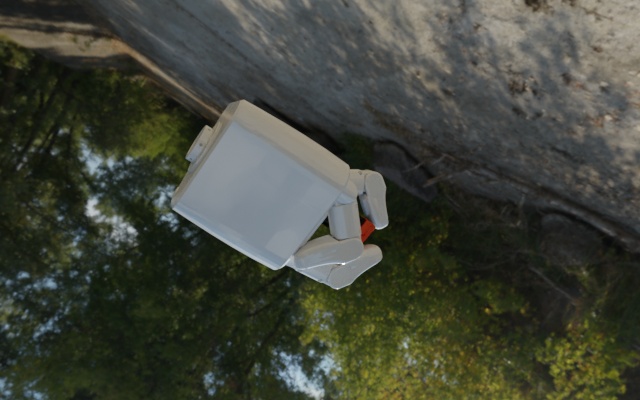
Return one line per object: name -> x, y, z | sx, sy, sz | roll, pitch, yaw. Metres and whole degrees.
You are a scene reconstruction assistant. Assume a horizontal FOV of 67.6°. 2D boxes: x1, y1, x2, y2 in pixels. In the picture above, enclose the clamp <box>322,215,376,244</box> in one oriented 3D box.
clamp -> 0.000, 0.002, 0.512 | 0.120, 0.039, 0.171 | 32, -1, -20
